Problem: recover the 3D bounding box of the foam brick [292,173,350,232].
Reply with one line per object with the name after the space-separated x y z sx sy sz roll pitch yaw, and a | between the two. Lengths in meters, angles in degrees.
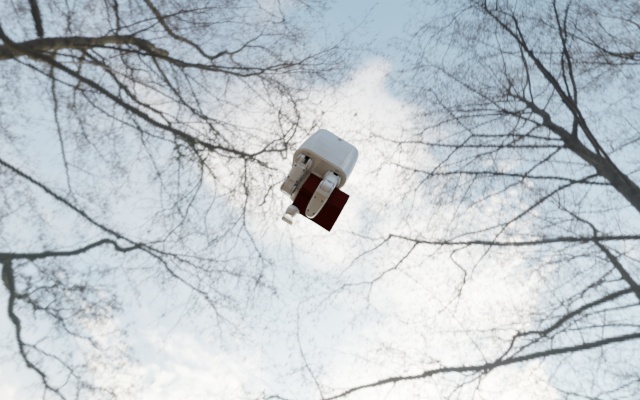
0.000 0.003 0.784 0.078 0.053 0.051 31 35 1 | foam brick
